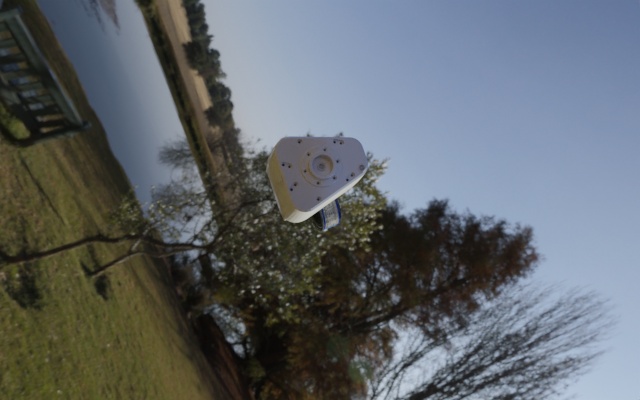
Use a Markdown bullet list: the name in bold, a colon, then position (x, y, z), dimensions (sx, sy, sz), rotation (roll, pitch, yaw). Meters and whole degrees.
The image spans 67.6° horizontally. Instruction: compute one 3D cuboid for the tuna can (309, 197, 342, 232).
- **tuna can**: position (0.001, 0.002, 0.739), dimensions (0.034, 0.086, 0.086), rotation (-20, 5, -14)
